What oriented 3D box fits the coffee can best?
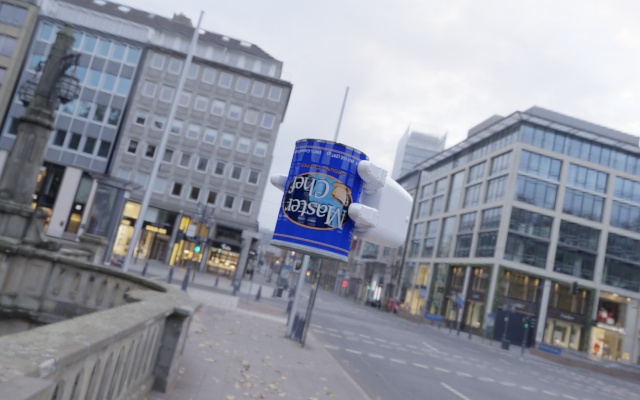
[{"bbox_3d":[0.000,0.002,0.626,0.103,0.140,0.103,13,-9,2],"label":"coffee can"}]
